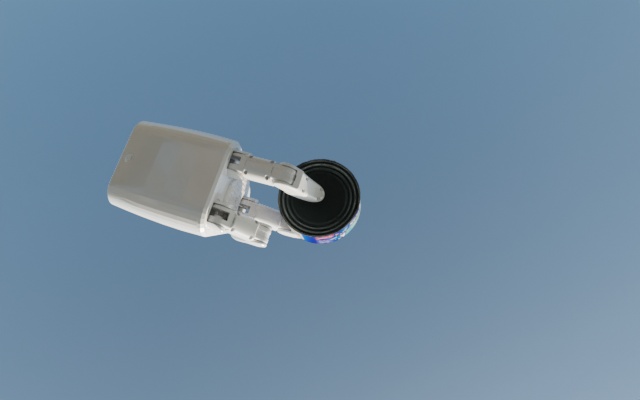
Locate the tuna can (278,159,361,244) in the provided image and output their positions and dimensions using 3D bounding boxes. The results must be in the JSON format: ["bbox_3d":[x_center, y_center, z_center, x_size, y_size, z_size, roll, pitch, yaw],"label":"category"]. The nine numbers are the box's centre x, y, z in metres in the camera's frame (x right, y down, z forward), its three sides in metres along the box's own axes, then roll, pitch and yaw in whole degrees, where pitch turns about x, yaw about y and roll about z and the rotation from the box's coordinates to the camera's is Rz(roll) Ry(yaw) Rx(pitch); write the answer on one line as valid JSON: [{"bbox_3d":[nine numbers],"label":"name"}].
[{"bbox_3d":[0.000,0.002,0.505,0.086,0.086,0.034,0,-20,7],"label":"tuna can"}]
